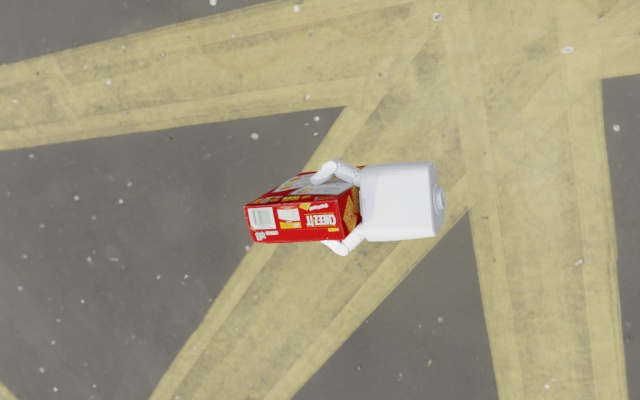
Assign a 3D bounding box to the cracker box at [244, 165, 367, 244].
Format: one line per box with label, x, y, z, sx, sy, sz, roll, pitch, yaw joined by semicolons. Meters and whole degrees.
cracker box;0.000;0.003;0.803;0.164;0.072;0.213;-5;15;26
